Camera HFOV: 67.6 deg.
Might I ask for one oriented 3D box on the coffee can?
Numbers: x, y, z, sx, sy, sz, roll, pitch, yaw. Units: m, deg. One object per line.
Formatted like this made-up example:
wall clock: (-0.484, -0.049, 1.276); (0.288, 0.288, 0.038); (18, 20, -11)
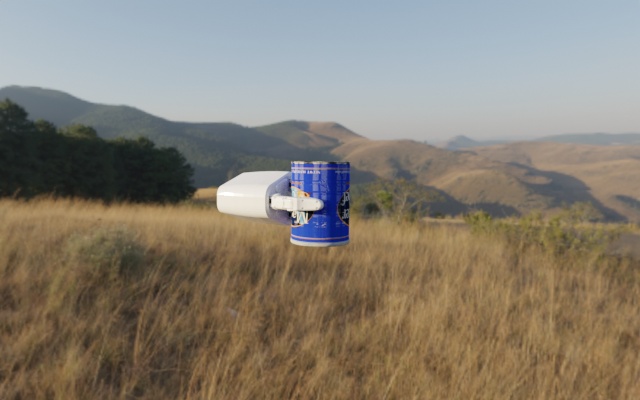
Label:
coffee can: (0.000, 0.003, 0.826); (0.103, 0.140, 0.103); (1, 5, 0)
